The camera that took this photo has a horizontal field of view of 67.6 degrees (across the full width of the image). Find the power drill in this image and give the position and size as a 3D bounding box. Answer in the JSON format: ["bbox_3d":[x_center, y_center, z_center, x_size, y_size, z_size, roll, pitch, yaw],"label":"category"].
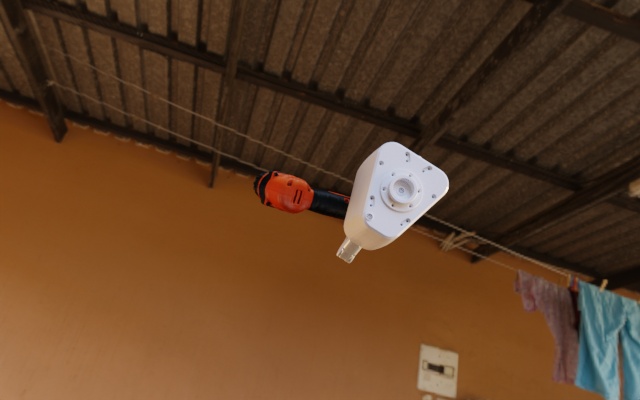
[{"bbox_3d":[0.001,0.002,0.703,0.188,0.057,0.184,13,4,-21],"label":"power drill"}]
